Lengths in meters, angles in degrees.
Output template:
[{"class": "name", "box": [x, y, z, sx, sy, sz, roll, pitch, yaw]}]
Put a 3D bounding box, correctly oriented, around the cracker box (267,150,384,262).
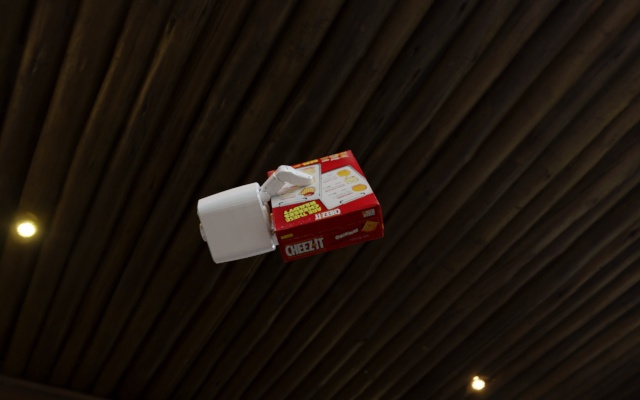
[{"class": "cracker box", "box": [0.000, 0.002, 0.814, 0.164, 0.072, 0.213, -15, 30, -2]}]
